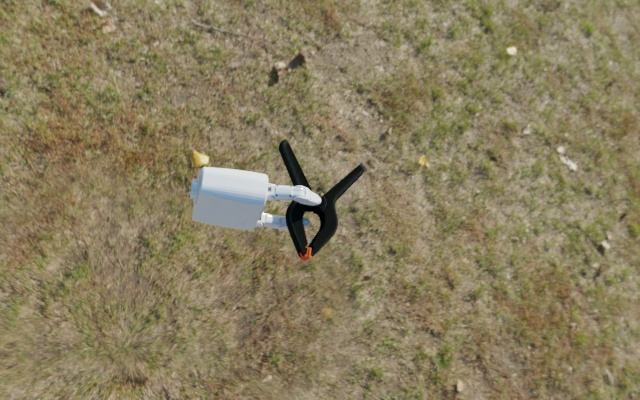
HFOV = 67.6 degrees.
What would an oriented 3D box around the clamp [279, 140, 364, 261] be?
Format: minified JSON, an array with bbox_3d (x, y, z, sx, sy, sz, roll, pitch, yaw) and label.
[{"bbox_3d":[0.000,0.003,0.842,0.164,0.210,0.036,8,-19,-17],"label":"clamp"}]
